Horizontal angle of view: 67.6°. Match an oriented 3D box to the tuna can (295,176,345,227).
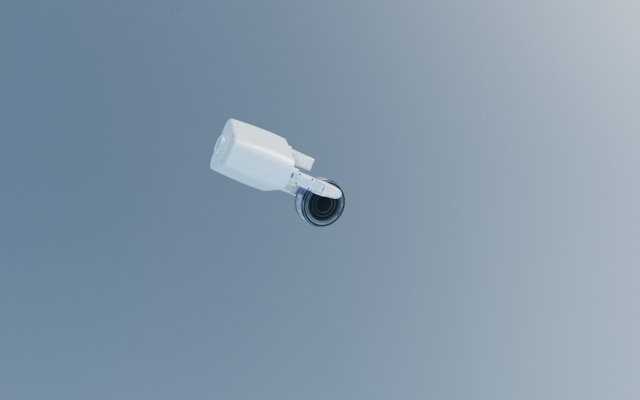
[{"bbox_3d":[0.000,0.003,0.838,0.086,0.086,0.033,0,14,-27],"label":"tuna can"}]
